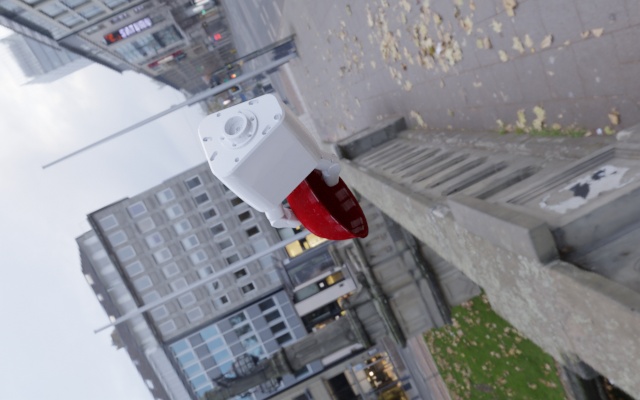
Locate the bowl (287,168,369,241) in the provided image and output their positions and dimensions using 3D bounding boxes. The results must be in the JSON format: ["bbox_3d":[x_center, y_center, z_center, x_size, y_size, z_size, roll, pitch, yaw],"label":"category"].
[{"bbox_3d":[0.001,0.003,0.702,0.055,0.162,0.162,-38,-14,19],"label":"bowl"}]
